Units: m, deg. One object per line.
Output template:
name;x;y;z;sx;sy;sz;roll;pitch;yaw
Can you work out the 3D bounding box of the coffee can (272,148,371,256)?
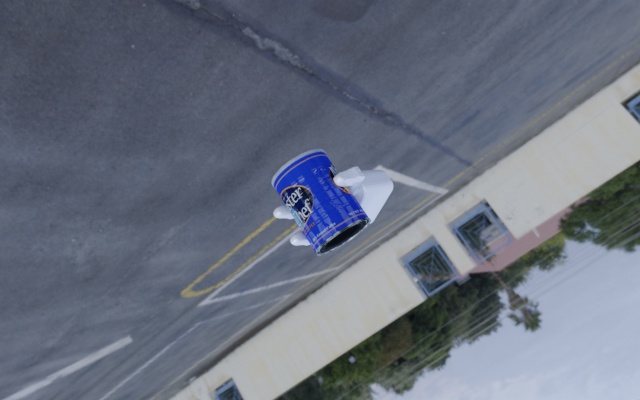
coffee can;0.000;0.002;0.766;0.103;0.140;0.103;-30;-16;-10
